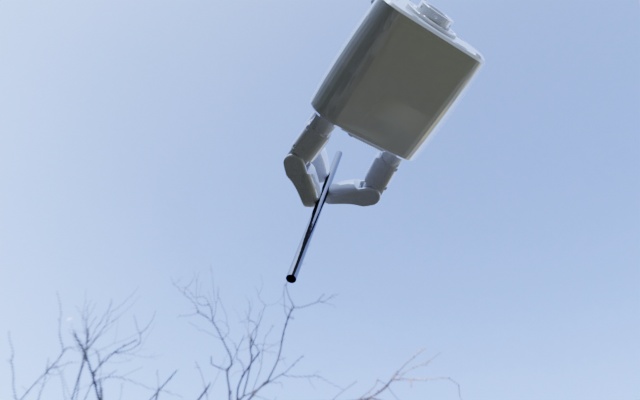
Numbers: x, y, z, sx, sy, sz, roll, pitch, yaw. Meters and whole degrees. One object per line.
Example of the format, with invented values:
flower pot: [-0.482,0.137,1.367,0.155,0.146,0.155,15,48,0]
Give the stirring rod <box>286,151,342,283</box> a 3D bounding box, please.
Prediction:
stirring rod: [0.000,0.001,0.455,0.011,0.011,0.239,0,28,12]
